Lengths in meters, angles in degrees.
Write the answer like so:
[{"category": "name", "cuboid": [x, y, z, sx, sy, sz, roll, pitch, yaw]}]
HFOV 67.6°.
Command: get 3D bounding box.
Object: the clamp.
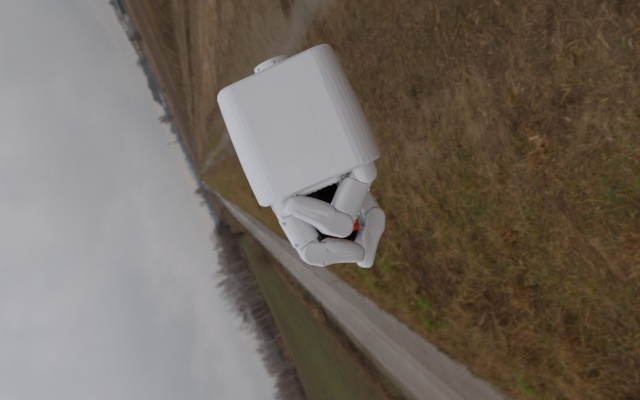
[{"category": "clamp", "cuboid": [0.000, 0.002, 0.516, 0.039, 0.120, 0.171, -25, 5, -12]}]
